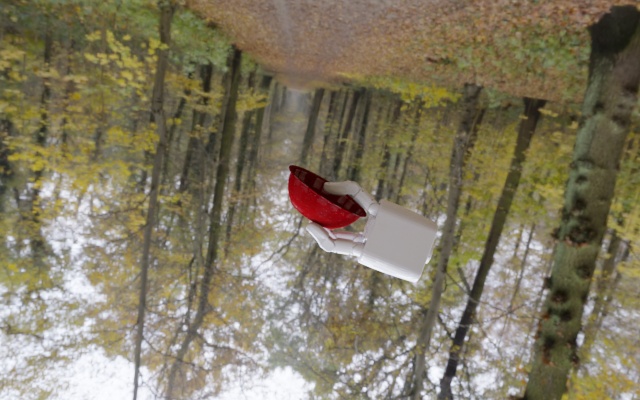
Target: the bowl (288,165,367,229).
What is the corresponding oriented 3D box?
[{"bbox_3d":[-0.001,0.002,0.844,0.162,0.055,0.162,32,12,-7],"label":"bowl"}]
